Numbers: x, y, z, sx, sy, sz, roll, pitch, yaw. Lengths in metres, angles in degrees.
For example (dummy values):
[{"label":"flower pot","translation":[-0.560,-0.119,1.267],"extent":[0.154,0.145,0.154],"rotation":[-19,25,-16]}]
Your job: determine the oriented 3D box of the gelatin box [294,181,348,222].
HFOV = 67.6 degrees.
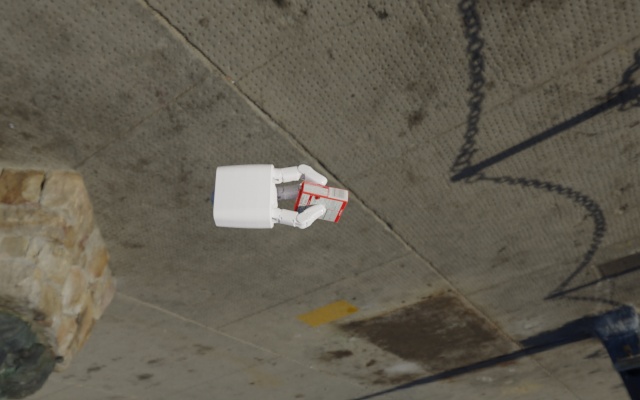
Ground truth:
[{"label":"gelatin box","translation":[0.000,0.003,0.893],"extent":[0.089,0.030,0.073],"rotation":[12,-37,-7]}]
